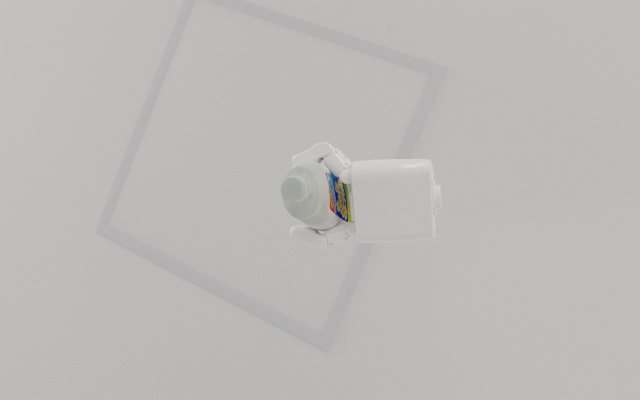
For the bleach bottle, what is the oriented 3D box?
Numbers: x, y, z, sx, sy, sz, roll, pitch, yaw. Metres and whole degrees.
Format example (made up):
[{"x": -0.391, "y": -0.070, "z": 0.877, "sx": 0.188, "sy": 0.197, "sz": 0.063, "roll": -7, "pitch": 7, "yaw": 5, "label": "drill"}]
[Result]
[{"x": 0.000, "y": 0.002, "z": 0.677, "sx": 0.068, "sy": 0.102, "sz": 0.251, "roll": -3, "pitch": -4, "yaw": 15, "label": "bleach bottle"}]
